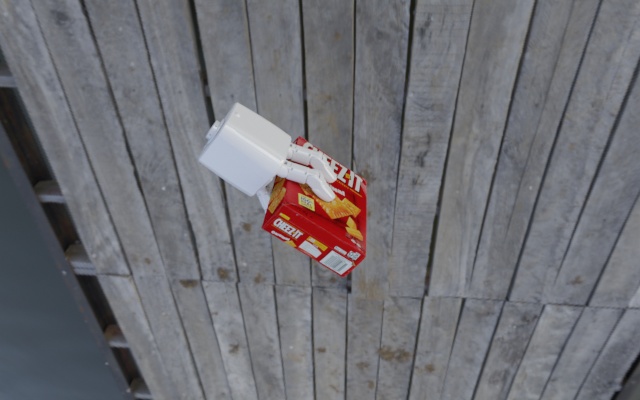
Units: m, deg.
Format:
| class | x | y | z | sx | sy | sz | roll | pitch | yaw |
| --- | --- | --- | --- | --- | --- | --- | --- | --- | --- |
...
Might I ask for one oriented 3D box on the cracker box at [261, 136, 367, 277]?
| class | x | y | z | sx | sy | sz | roll | pitch | yaw |
| --- | --- | --- | --- | --- | --- | --- | --- | --- | --- |
| cracker box | 0.000 | 0.003 | 0.818 | 0.164 | 0.072 | 0.213 | 33 | 33 | -18 |
